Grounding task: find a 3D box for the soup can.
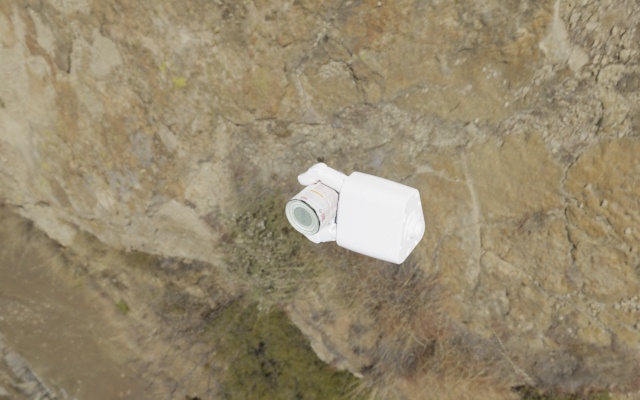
[{"bbox_3d":[0.000,0.002,0.774,0.068,0.068,0.102,0,30,42],"label":"soup can"}]
